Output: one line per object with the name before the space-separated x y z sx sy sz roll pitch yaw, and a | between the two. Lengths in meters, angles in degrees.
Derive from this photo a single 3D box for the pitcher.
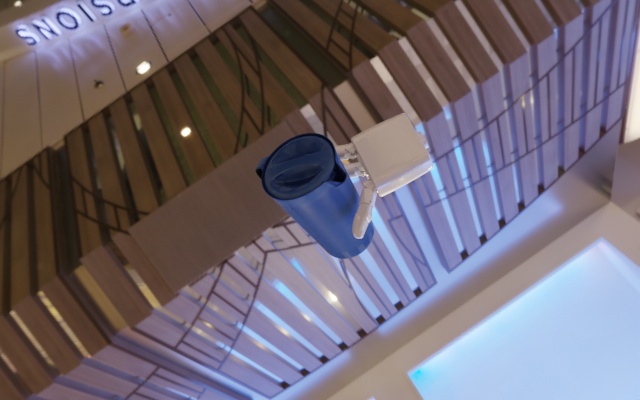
pitcher | 0.000 0.003 0.852 0.145 0.149 0.243 -29 -42 6
